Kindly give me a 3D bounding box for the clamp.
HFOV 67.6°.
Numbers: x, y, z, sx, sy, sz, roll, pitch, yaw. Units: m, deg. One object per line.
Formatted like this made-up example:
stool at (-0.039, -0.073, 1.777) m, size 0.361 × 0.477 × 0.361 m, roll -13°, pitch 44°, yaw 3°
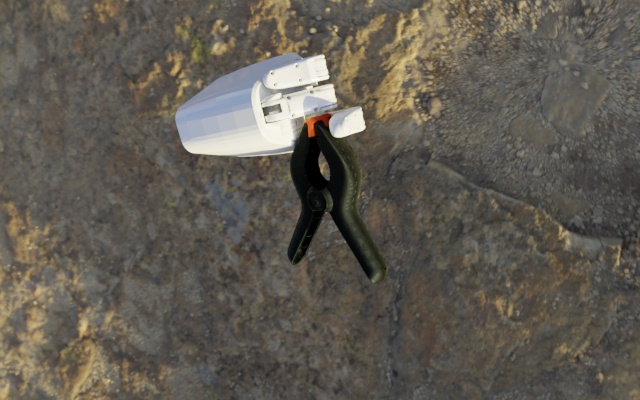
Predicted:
clamp at (0.000, 0.002, 0.484) m, size 0.120 × 0.171 × 0.039 m, roll -6°, pitch 12°, yaw 33°
